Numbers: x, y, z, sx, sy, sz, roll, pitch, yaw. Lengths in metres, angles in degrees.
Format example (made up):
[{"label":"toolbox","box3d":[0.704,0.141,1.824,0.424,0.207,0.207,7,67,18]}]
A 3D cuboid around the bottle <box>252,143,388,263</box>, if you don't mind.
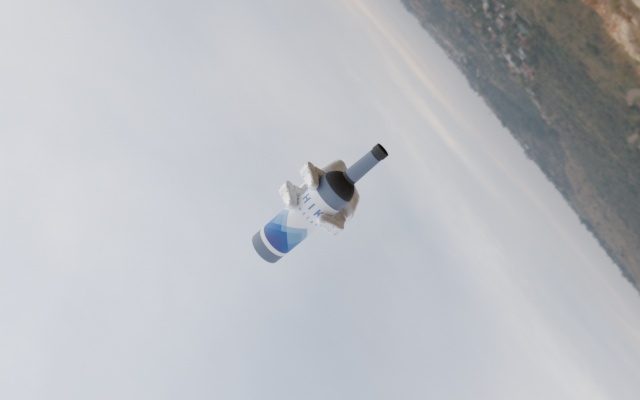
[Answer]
[{"label":"bottle","box3d":[0.000,0.003,0.850,0.296,0.069,0.069,-40,-17,21]}]
